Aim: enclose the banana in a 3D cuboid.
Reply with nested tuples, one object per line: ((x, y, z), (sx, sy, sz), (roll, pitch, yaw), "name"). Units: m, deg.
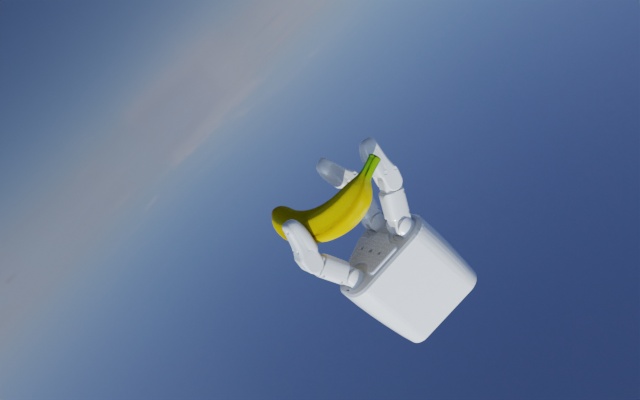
((-0.004, 0.016, 0.515), (0.037, 0.069, 0.198), (35, -34, -23), "banana")
